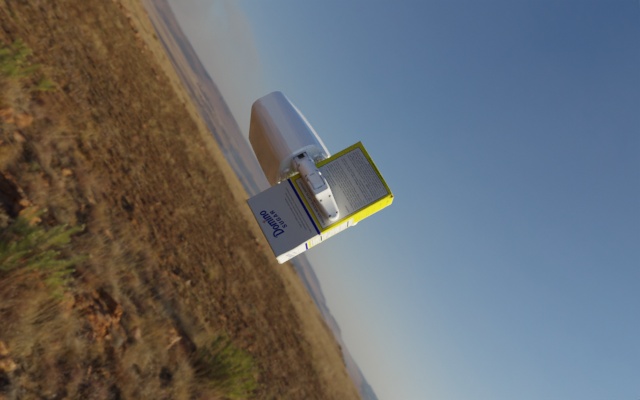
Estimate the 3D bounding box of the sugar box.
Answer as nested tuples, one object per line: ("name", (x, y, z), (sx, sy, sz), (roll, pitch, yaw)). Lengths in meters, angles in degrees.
("sugar box", (0.000, 0.002, 0.646), (0.176, 0.093, 0.048), (-28, -17, -5))
